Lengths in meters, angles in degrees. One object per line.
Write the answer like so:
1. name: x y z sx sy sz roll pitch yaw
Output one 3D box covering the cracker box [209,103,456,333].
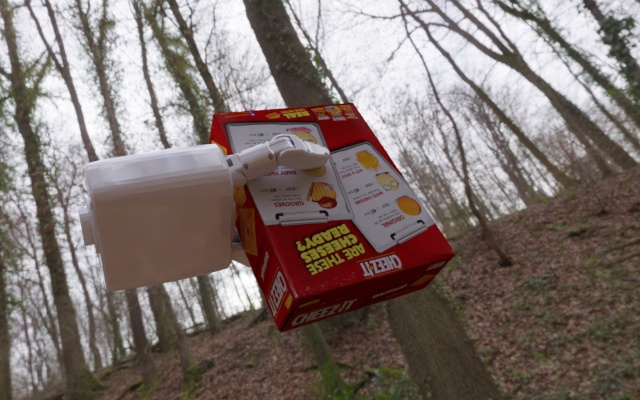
1. cracker box: 0.000 0.001 0.467 0.164 0.213 0.072 -10 -35 -27
